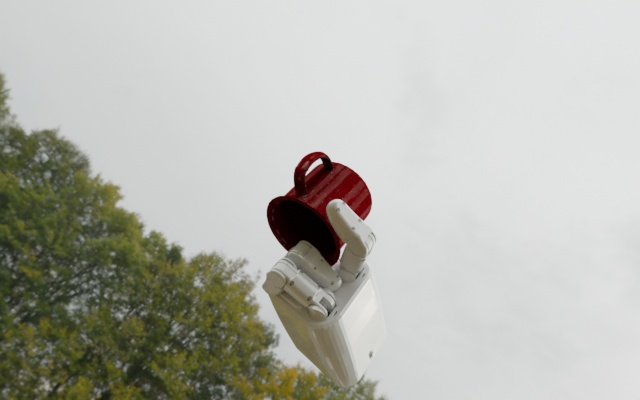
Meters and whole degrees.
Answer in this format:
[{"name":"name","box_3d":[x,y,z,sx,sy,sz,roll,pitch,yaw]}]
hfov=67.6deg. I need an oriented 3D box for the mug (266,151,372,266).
[{"name":"mug","box_3d":[0.000,0.000,0.508,0.093,0.117,0.081,11,42,35]}]
